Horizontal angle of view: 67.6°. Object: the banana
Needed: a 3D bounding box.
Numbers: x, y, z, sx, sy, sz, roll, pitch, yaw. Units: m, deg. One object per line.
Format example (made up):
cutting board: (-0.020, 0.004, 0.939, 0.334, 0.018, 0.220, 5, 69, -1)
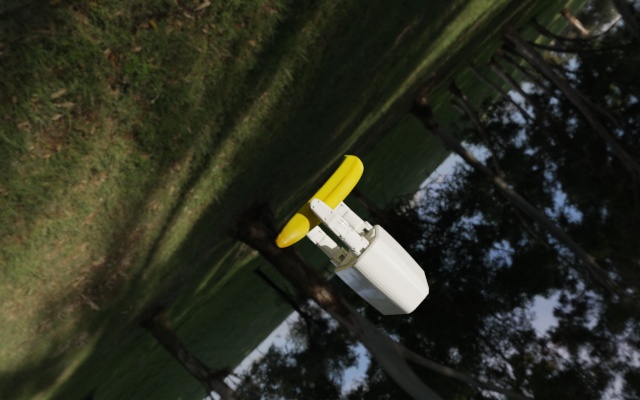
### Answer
banana: (0.010, -0.005, 0.695, 0.197, 0.037, 0.070, -49, 7, -29)
